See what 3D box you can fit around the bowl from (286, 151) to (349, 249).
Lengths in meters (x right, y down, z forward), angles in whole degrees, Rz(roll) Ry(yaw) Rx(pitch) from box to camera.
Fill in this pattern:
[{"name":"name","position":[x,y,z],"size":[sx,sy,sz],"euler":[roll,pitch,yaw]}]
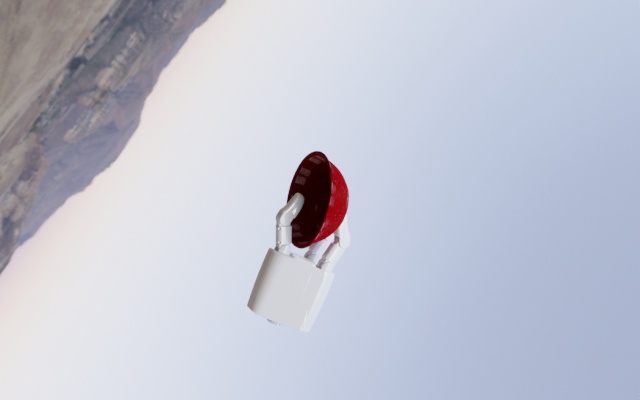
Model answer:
[{"name":"bowl","position":[0.001,0.001,0.785],"size":[0.055,0.162,0.162],"euler":[11,-5,-27]}]
